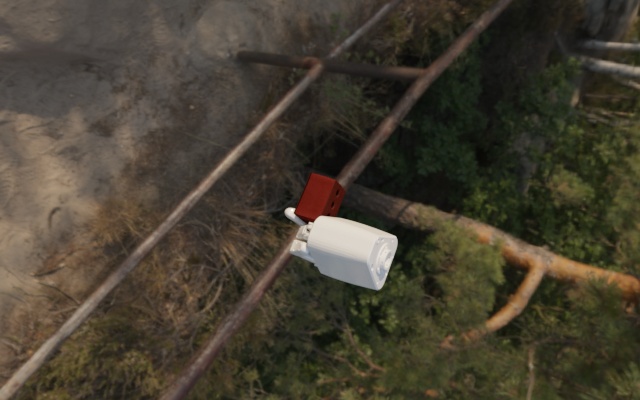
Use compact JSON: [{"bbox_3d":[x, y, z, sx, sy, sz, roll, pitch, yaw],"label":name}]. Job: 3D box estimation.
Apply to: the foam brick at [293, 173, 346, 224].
[{"bbox_3d":[0.000,0.002,0.799,0.051,0.078,0.053,15,-15,29],"label":"foam brick"}]
